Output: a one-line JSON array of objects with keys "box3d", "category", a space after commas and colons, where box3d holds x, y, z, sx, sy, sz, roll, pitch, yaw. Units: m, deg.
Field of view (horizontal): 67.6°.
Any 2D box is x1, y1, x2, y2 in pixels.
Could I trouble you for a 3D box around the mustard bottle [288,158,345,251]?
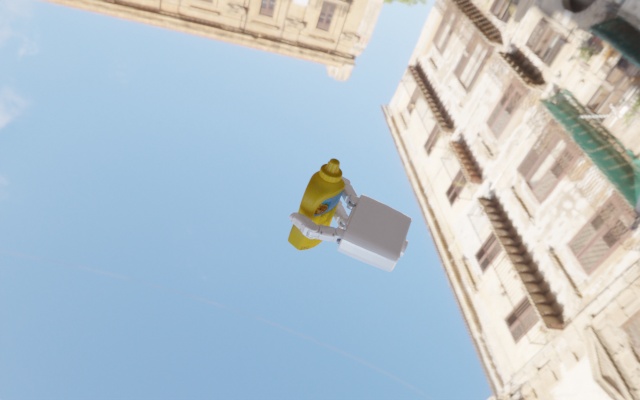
[{"box3d": [0.000, 0.003, 0.885, 0.058, 0.192, 0.096, 39, 42, 22], "category": "mustard bottle"}]
